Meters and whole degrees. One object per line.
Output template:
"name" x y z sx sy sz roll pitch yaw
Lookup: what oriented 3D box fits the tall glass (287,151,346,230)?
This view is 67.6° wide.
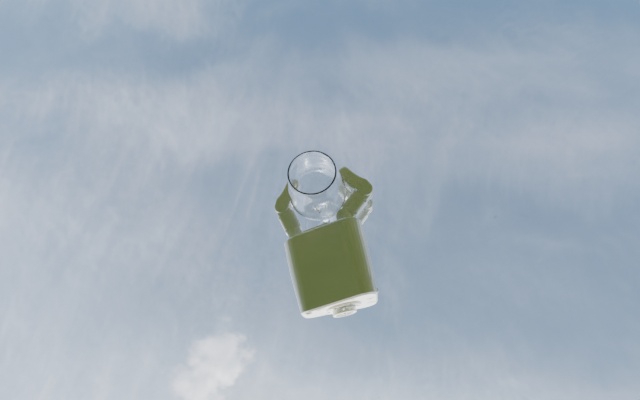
"tall glass" 0.000 0.002 0.684 0.079 0.079 0.201 0 -22 7
